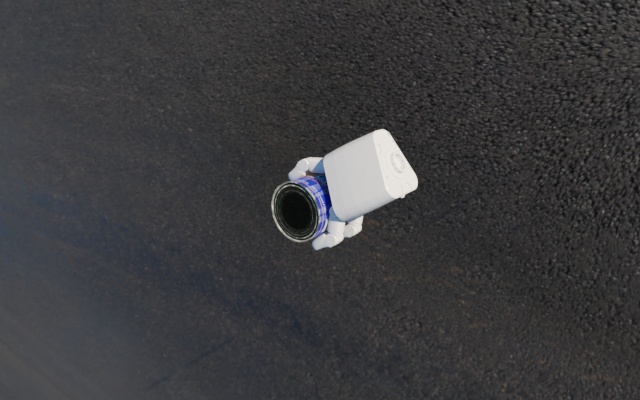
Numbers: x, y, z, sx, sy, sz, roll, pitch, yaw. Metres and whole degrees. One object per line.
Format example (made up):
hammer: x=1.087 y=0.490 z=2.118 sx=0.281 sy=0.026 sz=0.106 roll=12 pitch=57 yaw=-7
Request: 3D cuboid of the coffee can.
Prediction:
coffee can: x=0.000 y=0.003 z=0.823 sx=0.103 sy=0.103 sz=0.140 roll=0 pitch=14 yaw=39
